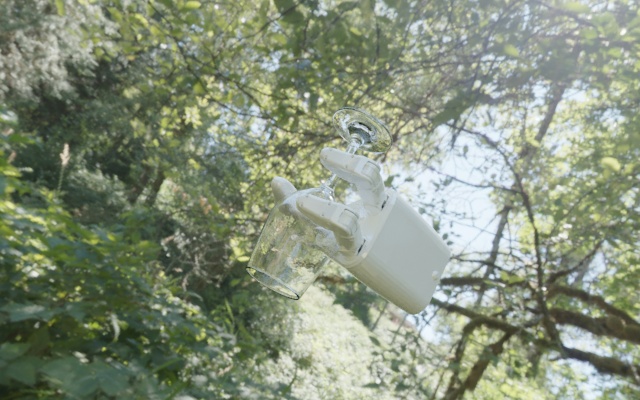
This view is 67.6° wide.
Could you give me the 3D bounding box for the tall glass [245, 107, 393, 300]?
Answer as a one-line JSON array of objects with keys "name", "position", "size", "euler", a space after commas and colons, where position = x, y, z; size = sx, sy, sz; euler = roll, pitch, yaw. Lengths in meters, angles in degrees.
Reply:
[{"name": "tall glass", "position": [0.000, 0.001, 0.500], "size": [0.079, 0.201, 0.079], "euler": [26, -22, 11]}]
